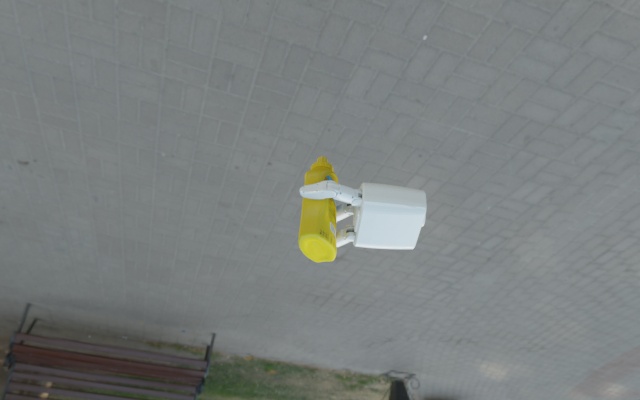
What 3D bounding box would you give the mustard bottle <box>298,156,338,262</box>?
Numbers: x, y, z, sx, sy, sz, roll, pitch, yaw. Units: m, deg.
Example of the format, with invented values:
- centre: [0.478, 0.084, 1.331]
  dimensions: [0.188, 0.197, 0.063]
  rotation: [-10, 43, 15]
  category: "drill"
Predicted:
- centre: [0.000, 0.003, 0.827]
  dimensions: [0.058, 0.191, 0.096]
  rotation: [-8, -35, 17]
  category: "mustard bottle"
